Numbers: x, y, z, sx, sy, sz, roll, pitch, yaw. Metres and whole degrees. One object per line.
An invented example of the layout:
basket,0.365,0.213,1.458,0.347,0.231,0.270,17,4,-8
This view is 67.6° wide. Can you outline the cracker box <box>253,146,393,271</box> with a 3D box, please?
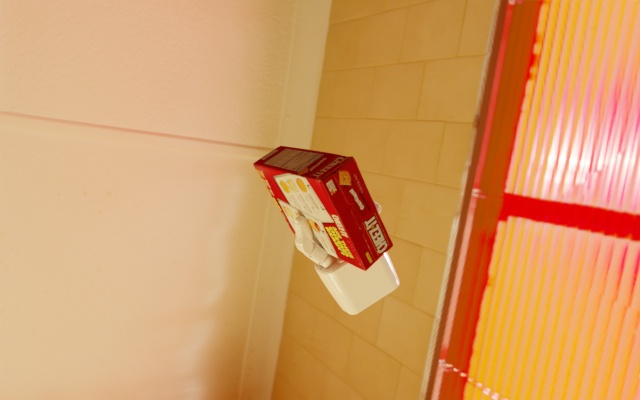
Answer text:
cracker box,0.000,0.003,0.754,0.072,0.164,0.213,-38,27,-21
